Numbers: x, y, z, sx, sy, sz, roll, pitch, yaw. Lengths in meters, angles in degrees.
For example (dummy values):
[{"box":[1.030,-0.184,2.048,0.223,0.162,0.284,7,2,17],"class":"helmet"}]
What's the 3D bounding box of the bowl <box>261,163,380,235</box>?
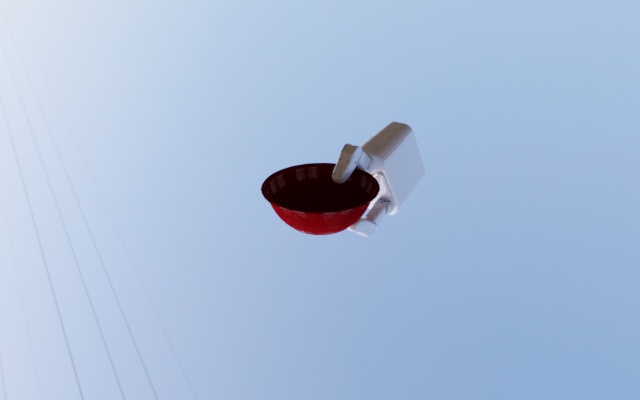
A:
[{"box":[-0.001,0.003,0.662,0.162,0.055,0.162,0,27,0],"class":"bowl"}]
